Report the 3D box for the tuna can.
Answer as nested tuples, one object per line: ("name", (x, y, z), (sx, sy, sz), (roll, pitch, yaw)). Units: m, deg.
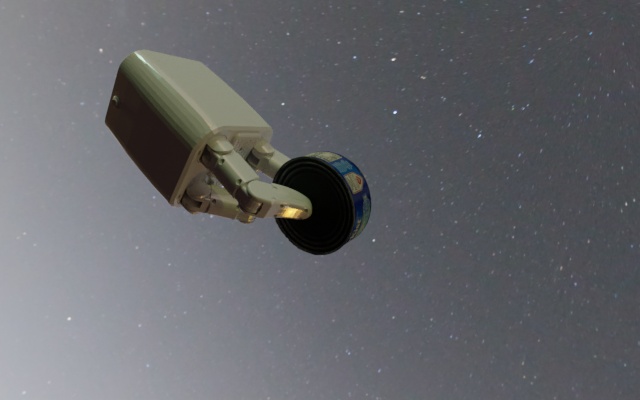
("tuna can", (0.000, 0.001, 0.412), (0.086, 0.086, 0.033), (0, 15, 36))
